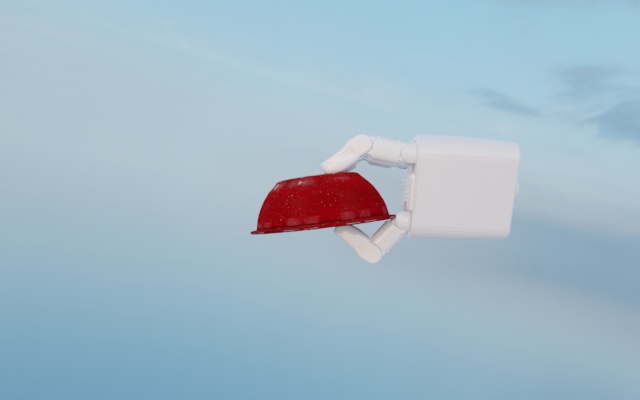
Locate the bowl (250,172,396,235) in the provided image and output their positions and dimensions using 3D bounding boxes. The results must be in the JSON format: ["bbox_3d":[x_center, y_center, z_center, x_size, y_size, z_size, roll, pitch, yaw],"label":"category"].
[{"bbox_3d":[-0.001,0.001,0.530,0.162,0.055,0.162,-7,-1,0],"label":"bowl"}]
